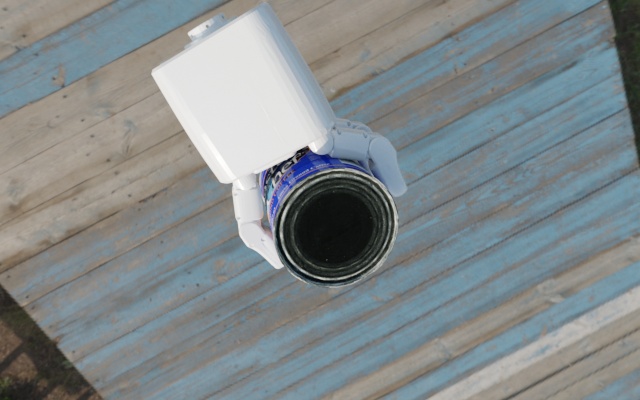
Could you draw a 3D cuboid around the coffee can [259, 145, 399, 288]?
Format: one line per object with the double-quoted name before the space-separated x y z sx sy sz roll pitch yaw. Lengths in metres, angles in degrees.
"coffee can" 0.000 0.002 0.441 0.103 0.103 0.140 0 19 -12
